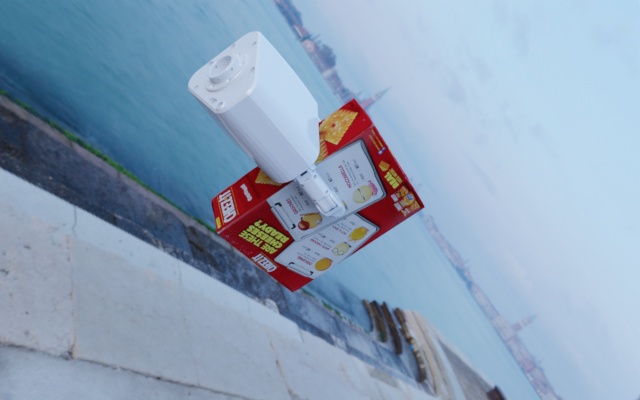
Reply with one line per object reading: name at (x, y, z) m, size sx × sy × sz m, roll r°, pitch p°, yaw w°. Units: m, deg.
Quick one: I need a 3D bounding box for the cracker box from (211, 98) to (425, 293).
cracker box at (0.000, 0.002, 0.596) m, size 0.214 × 0.072 × 0.164 m, roll -34°, pitch -47°, yaw 9°
